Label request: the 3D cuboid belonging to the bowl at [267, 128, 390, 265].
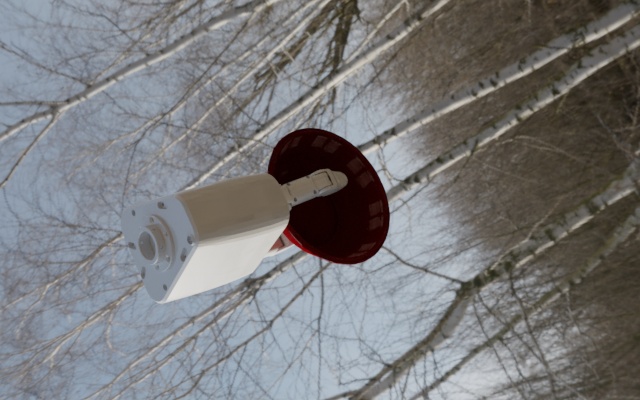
[{"bbox_3d":[0.001,0.002,0.537,0.162,0.162,0.055,0,-23,-37],"label":"bowl"}]
